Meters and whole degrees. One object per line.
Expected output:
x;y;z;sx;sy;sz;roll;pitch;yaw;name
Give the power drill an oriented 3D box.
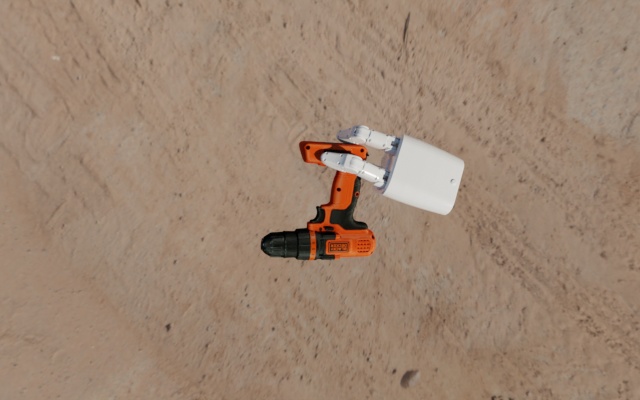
0.000;0.002;0.748;0.184;0.188;0.057;0;12;-15;power drill
